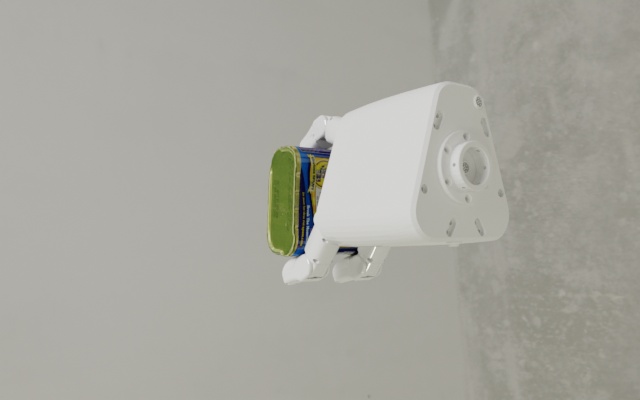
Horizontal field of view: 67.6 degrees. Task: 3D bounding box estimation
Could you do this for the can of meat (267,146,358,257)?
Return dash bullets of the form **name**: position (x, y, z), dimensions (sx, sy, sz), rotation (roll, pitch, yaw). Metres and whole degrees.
- **can of meat**: position (0.000, 0.001, 0.439), dimensions (0.084, 0.102, 0.057), rotation (2, 0, -32)
